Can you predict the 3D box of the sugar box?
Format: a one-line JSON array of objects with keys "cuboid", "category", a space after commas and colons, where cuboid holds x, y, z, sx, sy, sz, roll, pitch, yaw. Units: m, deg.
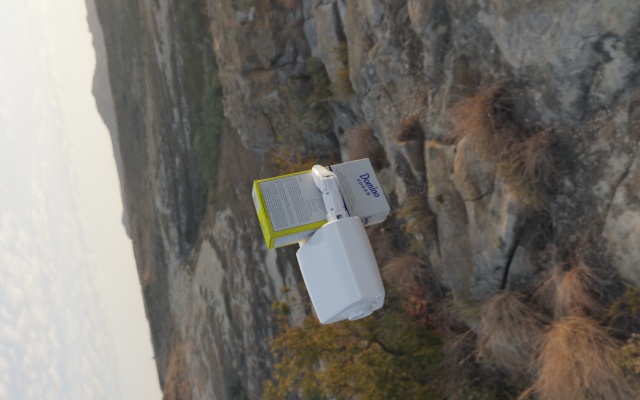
[{"cuboid": [0.000, 0.003, 0.676, 0.176, 0.093, 0.048, -11, -26, -18], "category": "sugar box"}]
